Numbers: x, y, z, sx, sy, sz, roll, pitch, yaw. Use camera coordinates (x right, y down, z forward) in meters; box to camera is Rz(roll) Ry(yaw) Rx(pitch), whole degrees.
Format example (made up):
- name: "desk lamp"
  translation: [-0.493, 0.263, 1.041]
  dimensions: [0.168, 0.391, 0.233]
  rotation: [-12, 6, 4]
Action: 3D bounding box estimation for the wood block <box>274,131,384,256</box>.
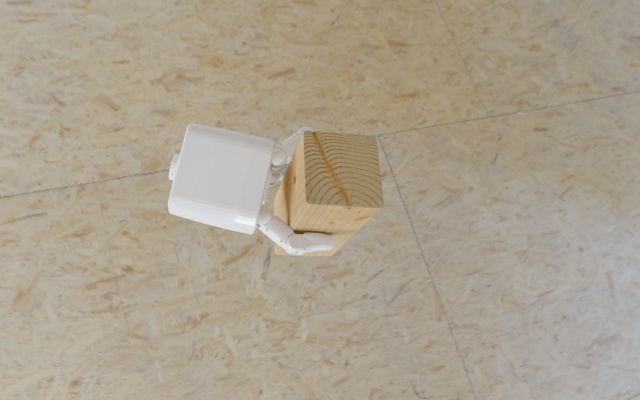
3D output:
- name: "wood block"
  translation: [0.000, 0.002, 0.620]
  dimensions: [0.090, 0.090, 0.206]
  rotation: [3, -22, -14]
